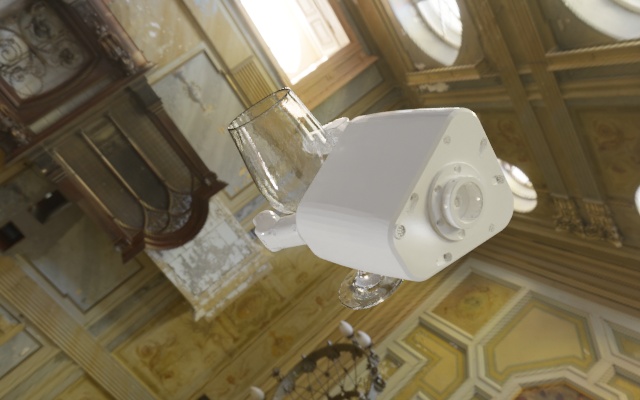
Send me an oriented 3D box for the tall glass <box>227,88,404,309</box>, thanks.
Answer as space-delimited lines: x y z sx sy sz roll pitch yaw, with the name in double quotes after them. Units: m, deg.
0.000 0.002 0.428 0.079 0.201 0.079 -28 23 13 "tall glass"
